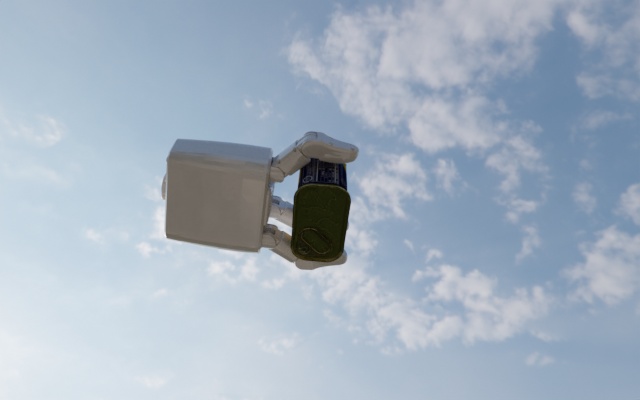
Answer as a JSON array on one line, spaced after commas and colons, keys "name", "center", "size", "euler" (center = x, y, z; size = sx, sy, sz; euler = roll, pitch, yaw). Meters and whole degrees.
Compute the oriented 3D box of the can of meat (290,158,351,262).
[{"name": "can of meat", "center": [0.000, 0.001, 0.523], "size": [0.057, 0.102, 0.084], "euler": [4, 37, -2]}]
